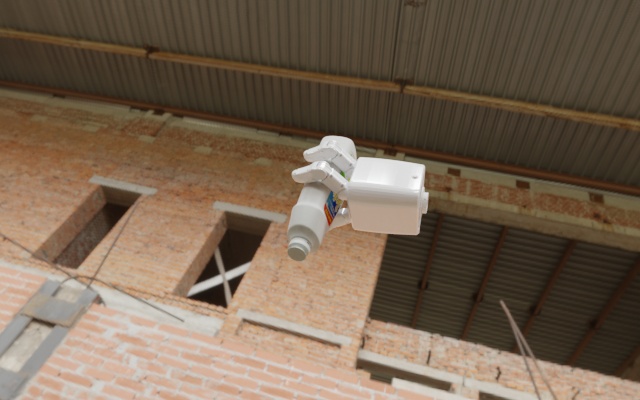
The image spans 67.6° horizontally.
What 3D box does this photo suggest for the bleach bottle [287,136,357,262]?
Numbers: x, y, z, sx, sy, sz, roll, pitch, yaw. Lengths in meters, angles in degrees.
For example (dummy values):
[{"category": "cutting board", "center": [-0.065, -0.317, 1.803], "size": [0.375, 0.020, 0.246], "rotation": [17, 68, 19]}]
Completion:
[{"category": "bleach bottle", "center": [0.000, 0.002, 0.764], "size": [0.068, 0.103, 0.250], "rotation": [7, 42, 14]}]
